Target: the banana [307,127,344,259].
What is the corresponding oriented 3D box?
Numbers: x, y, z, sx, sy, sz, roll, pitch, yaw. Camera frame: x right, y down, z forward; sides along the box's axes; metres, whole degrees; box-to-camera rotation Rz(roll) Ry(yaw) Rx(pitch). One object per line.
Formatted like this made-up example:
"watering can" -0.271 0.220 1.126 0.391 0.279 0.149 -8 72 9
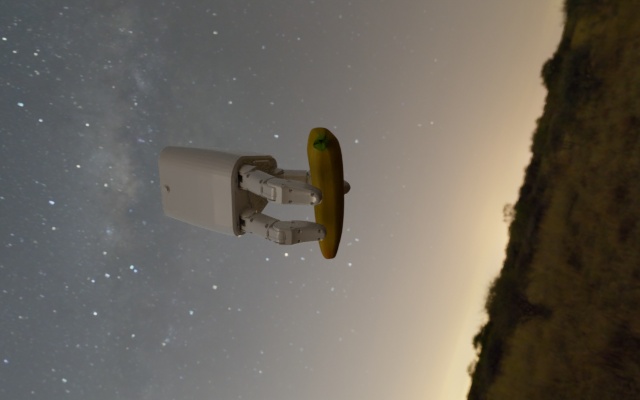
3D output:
"banana" 0.005 -0.014 0.543 0.037 0.069 0.198 8 -40 14
